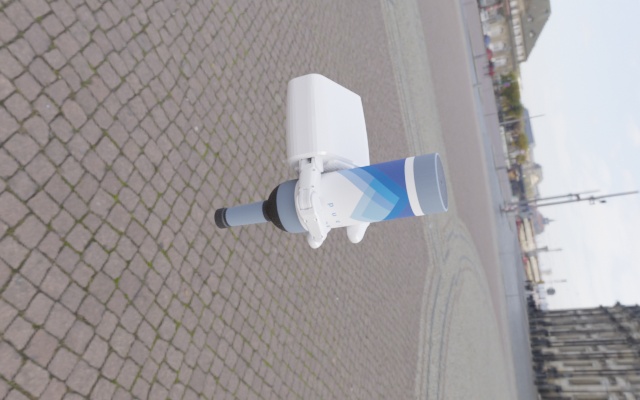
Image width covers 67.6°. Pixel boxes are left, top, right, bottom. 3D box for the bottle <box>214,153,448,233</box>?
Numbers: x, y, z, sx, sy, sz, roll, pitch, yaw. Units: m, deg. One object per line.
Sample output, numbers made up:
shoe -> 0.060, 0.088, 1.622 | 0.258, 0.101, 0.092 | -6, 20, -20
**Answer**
bottle -> 0.000, 0.002, 0.583 | 0.296, 0.069, 0.069 | -10, -4, 22
